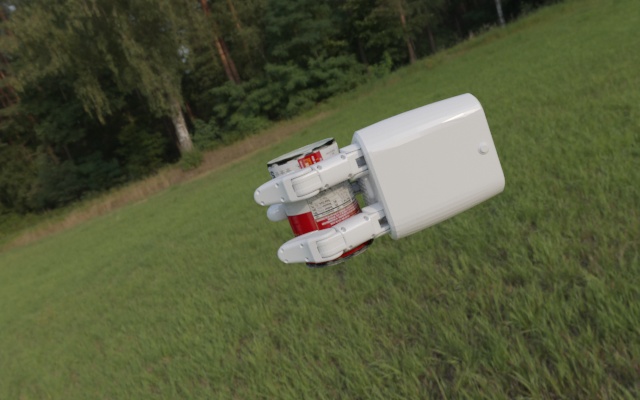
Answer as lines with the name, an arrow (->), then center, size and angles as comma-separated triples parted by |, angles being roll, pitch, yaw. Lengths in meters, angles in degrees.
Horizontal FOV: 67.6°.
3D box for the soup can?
soup can -> -0.001, 0.001, 0.438 | 0.068, 0.102, 0.068 | -21, 10, 4
